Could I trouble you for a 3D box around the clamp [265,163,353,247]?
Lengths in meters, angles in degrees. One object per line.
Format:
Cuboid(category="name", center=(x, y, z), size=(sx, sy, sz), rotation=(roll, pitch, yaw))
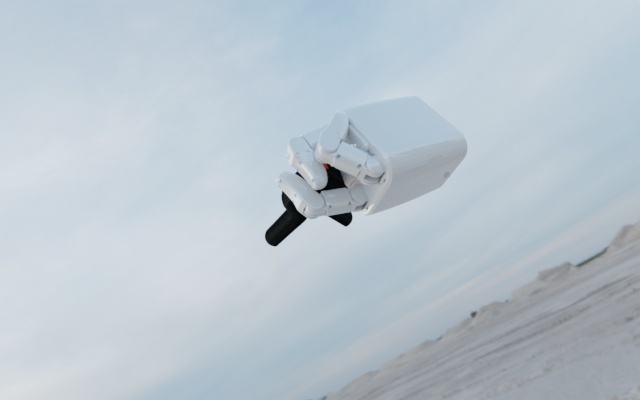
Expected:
Cuboid(category="clamp", center=(0.000, 0.001, 0.581), size=(0.120, 0.039, 0.171), rotation=(-16, -23, -24))
